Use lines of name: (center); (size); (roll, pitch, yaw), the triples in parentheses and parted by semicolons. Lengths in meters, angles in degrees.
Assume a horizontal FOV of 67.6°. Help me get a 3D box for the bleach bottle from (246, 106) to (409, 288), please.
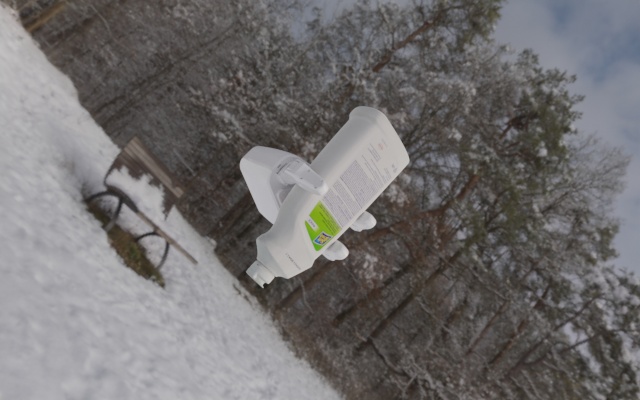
bleach bottle: (0.000, 0.002, 0.600); (0.103, 0.251, 0.068); (52, -15, -32)
